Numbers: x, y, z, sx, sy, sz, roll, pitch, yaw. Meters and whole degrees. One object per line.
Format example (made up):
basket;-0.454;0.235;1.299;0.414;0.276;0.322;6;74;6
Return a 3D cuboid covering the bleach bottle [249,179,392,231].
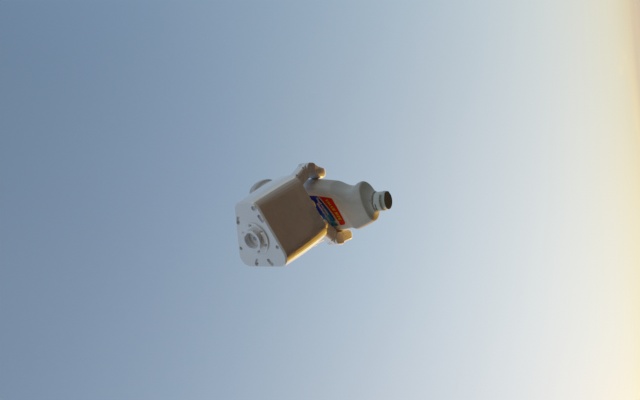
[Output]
bleach bottle;0.000;0.003;0.802;0.251;0.102;0.068;-6;18;36
